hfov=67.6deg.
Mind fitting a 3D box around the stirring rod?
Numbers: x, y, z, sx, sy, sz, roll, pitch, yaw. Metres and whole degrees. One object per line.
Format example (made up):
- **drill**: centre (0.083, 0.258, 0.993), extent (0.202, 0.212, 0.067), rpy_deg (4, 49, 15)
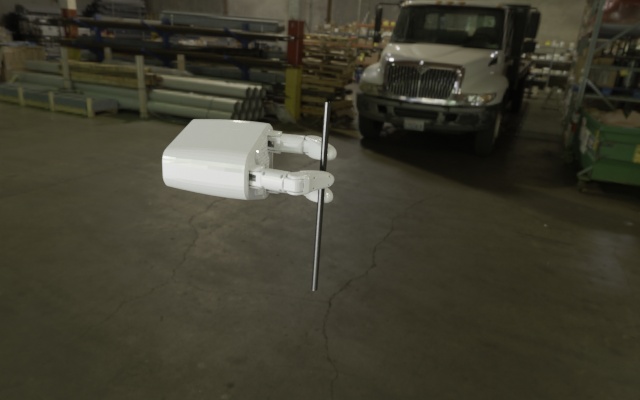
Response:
- **stirring rod**: centre (0.000, 0.002, 0.580), extent (0.011, 0.240, 0.011), rpy_deg (4, 19, -1)
